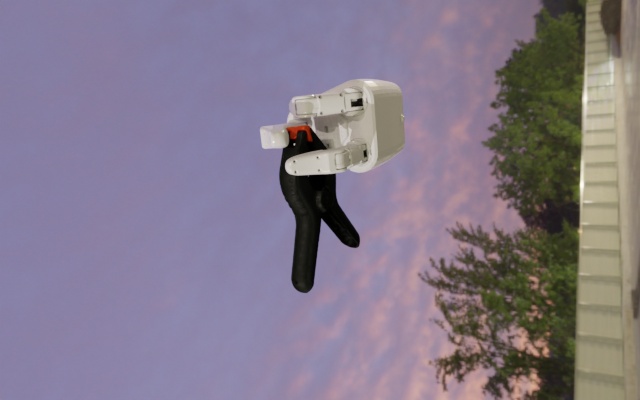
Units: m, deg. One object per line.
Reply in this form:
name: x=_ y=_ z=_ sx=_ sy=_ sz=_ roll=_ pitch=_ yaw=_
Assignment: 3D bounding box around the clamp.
clamp: x=-0.001 y=0.002 z=0.523 sx=0.039 sy=0.171 sz=0.120 roll=1 pitch=14 yaw=29
